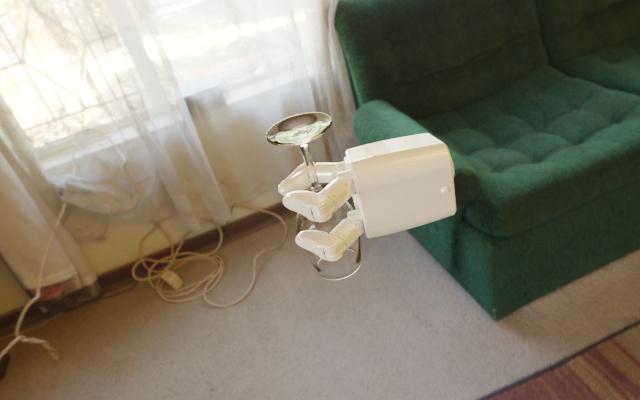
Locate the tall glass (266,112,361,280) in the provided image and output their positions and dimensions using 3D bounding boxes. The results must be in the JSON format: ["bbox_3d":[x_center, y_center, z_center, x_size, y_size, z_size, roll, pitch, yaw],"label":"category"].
[{"bbox_3d":[0.000,0.001,0.569,0.079,0.201,0.079,-11,33,7],"label":"tall glass"}]
